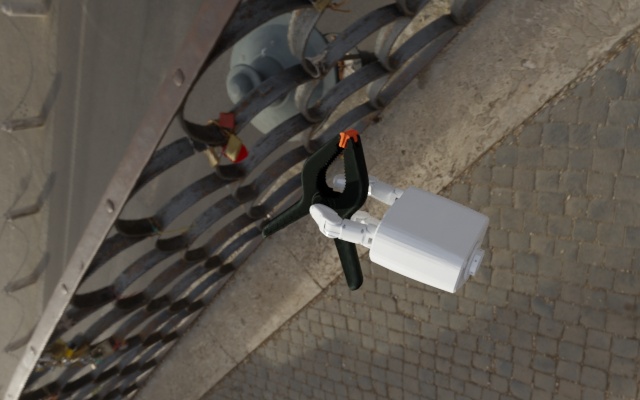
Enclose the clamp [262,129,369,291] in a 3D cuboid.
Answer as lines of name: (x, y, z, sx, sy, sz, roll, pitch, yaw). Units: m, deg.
clamp: (0.000, 0.002, 0.632, 0.164, 0.210, 0.036, 21, 27, 22)
